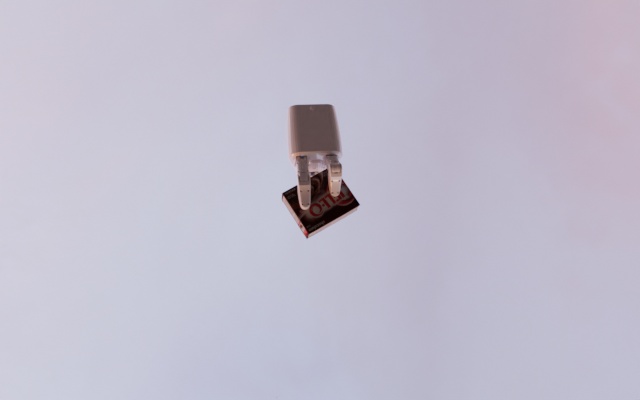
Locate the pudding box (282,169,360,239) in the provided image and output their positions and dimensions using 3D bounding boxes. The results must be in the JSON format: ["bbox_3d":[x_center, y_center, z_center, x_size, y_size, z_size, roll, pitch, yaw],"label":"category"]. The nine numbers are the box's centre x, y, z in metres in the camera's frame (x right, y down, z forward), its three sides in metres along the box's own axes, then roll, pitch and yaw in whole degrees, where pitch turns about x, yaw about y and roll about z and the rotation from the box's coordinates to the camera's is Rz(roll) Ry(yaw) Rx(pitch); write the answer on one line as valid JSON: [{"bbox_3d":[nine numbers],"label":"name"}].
[{"bbox_3d":[0.000,0.003,0.856,0.113,0.090,0.039,-30,-15,-15],"label":"pudding box"}]
